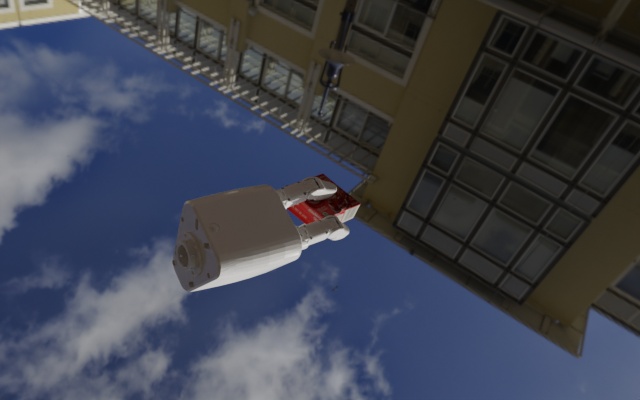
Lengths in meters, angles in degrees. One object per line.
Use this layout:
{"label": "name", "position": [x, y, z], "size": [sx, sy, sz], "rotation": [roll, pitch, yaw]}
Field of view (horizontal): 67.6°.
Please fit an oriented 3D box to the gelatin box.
{"label": "gelatin box", "position": [0.000, 0.002, 0.638], "size": [0.073, 0.030, 0.089], "rotation": [40, 32, 21]}
